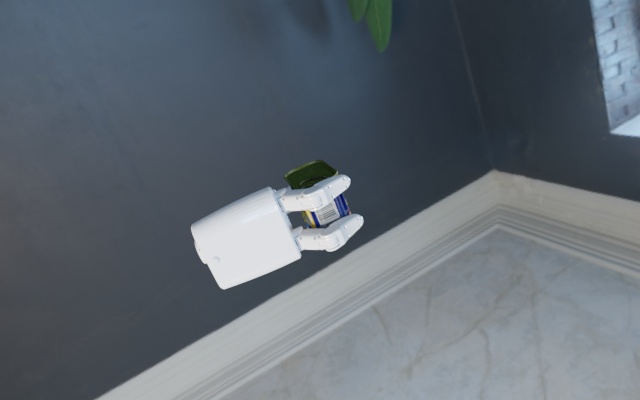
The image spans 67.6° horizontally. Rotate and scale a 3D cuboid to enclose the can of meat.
[{"bbox_3d":[0.000,0.002,0.623,0.057,0.084,0.102,-25,20,-8],"label":"can of meat"}]
